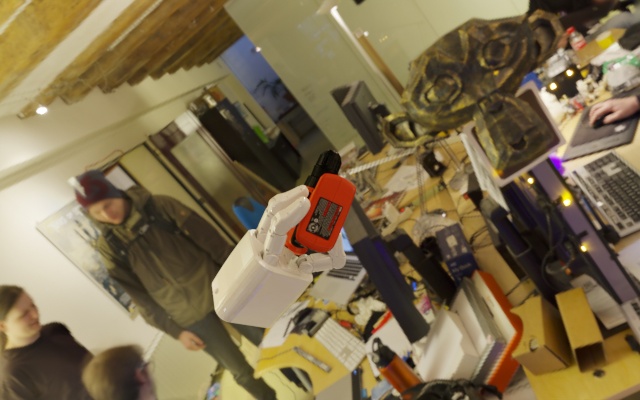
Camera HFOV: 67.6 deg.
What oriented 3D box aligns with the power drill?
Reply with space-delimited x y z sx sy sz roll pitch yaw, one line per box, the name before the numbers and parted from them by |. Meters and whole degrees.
power drill | 0.000 0.003 0.725 0.057 0.184 0.187 22 -3 -8
